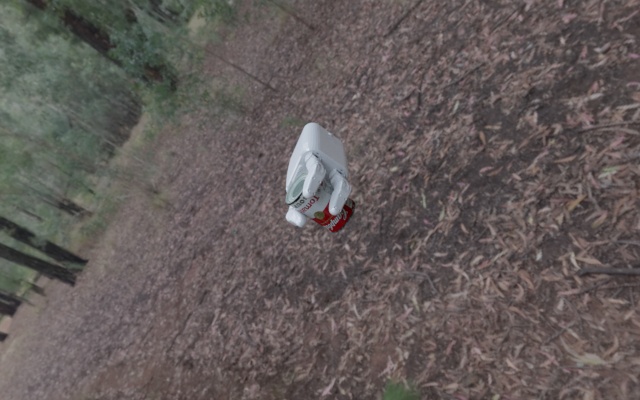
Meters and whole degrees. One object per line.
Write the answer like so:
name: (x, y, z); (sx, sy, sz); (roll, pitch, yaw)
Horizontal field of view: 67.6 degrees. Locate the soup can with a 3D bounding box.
soup can: (0.000, 0.003, 0.820); (0.102, 0.068, 0.068); (33, -14, -23)
